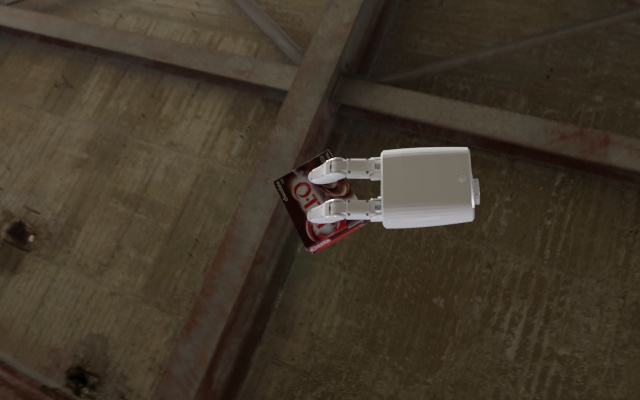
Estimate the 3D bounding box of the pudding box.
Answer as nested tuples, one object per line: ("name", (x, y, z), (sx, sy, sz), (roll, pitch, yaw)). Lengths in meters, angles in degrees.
("pudding box", (0.000, 0.002, 0.644), (0.090, 0.113, 0.039), (-30, -25, 4))
